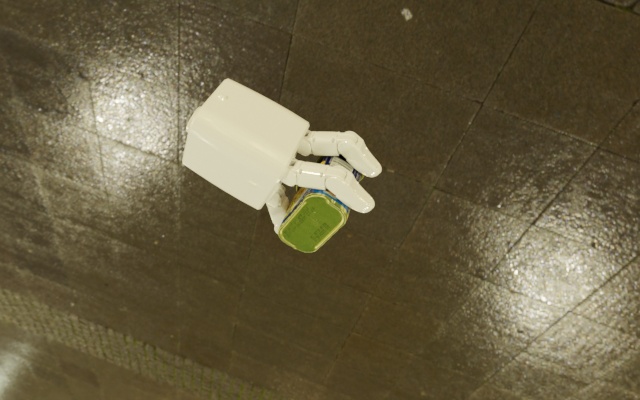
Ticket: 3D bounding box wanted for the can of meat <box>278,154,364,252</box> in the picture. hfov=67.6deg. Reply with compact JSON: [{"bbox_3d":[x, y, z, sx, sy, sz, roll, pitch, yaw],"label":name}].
[{"bbox_3d":[0.000,0.002,0.554,0.057,0.084,0.102,32,-46,-10],"label":"can of meat"}]
